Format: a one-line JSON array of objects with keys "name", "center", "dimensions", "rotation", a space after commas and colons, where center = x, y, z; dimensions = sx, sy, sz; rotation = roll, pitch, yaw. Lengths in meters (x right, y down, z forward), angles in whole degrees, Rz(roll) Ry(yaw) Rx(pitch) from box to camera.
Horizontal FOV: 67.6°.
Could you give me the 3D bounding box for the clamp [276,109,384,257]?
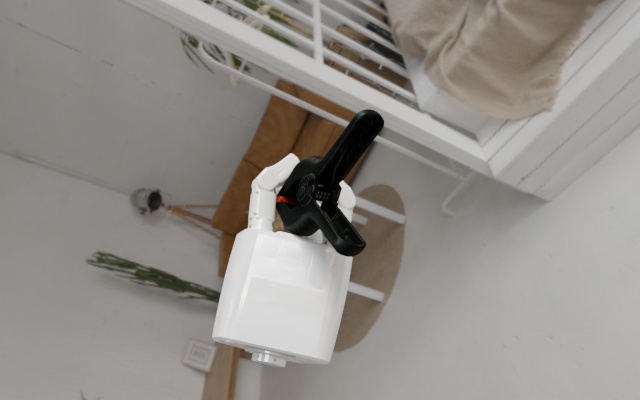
[{"name": "clamp", "center": [-0.001, 0.001, 0.435], "dimensions": [0.039, 0.120, 0.171], "rotation": [20, -24, -20]}]
